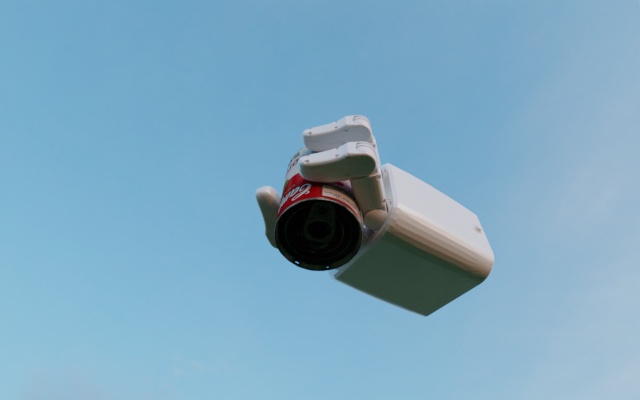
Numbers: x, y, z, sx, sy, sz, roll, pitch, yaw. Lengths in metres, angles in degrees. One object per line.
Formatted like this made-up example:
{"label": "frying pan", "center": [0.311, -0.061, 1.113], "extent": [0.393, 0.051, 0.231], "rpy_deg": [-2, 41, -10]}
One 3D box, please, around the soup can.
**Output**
{"label": "soup can", "center": [0.000, 0.001, 0.407], "extent": [0.068, 0.068, 0.102], "rpy_deg": [0, 32, 2]}
